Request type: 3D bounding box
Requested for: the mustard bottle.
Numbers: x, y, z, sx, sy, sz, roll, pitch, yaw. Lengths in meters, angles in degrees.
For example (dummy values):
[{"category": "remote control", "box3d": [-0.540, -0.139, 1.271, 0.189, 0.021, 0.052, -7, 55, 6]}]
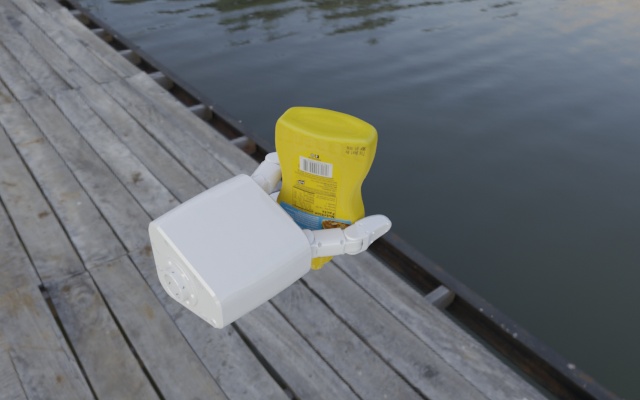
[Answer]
[{"category": "mustard bottle", "box3d": [0.000, 0.001, 0.505, 0.096, 0.192, 0.058, 15, 39, 13]}]
